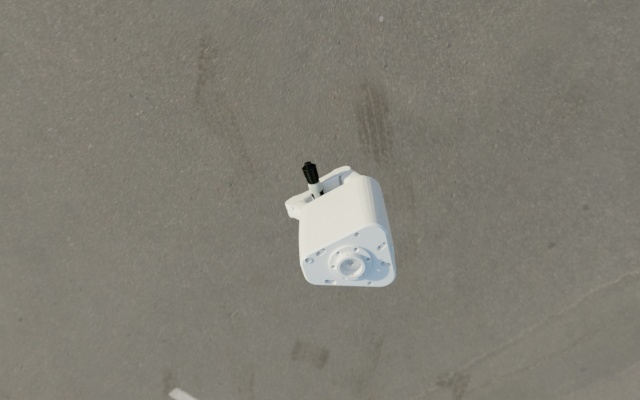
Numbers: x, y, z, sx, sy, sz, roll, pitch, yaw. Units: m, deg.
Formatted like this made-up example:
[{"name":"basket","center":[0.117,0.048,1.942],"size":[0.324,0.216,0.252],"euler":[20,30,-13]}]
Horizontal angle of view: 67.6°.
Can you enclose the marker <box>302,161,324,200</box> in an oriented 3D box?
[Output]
[{"name":"marker","center":[0.000,0.002,0.638],"size":[0.020,0.121,0.020],"euler":[-14,30,8]}]
